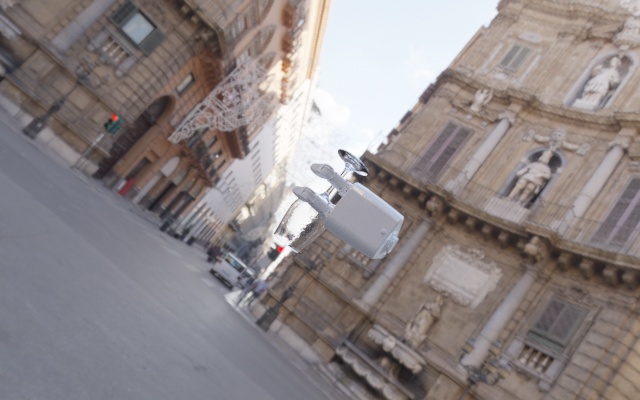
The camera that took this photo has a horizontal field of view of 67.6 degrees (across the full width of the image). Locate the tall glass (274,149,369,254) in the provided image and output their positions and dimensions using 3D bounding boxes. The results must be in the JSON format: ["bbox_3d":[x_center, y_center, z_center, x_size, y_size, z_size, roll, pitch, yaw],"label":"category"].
[{"bbox_3d":[0.000,0.002,0.885,0.079,0.201,0.079,38,-11,9],"label":"tall glass"}]
